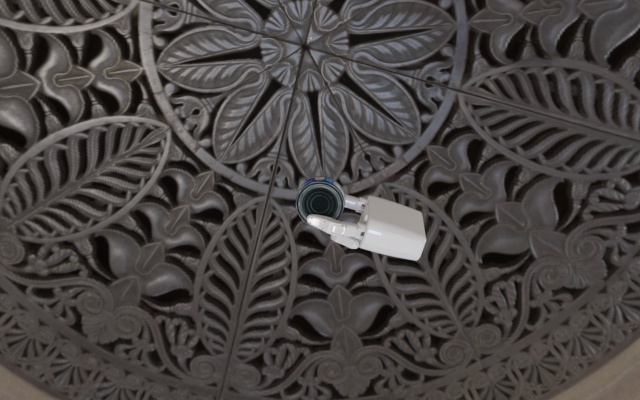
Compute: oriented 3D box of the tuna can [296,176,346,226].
[{"bbox_3d":[0.000,0.003,0.827,0.086,0.086,0.033,0,17,4],"label":"tuna can"}]
